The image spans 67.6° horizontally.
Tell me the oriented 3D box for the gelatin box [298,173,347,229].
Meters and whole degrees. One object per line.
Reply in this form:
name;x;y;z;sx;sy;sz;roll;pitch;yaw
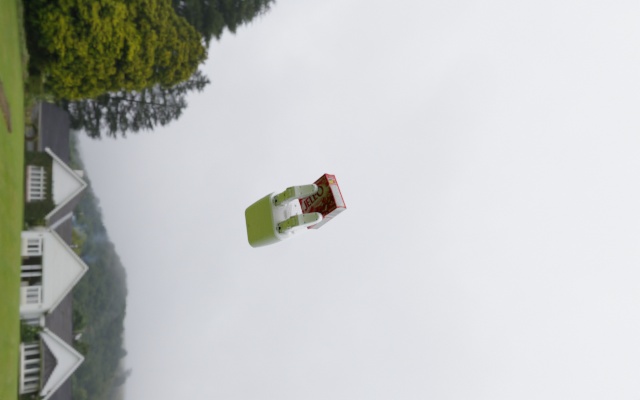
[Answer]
gelatin box;0.001;0.003;0.886;0.030;0.073;0.089;5;-32;-44
